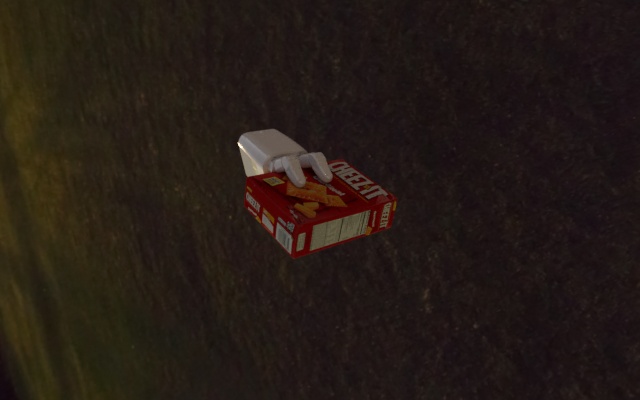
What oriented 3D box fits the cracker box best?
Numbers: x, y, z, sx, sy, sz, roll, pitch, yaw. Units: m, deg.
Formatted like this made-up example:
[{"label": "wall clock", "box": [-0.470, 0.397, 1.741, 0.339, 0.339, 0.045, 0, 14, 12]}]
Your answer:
[{"label": "cracker box", "box": [0.000, 0.003, 0.832, 0.213, 0.072, 0.164, -14, 39, -34]}]
